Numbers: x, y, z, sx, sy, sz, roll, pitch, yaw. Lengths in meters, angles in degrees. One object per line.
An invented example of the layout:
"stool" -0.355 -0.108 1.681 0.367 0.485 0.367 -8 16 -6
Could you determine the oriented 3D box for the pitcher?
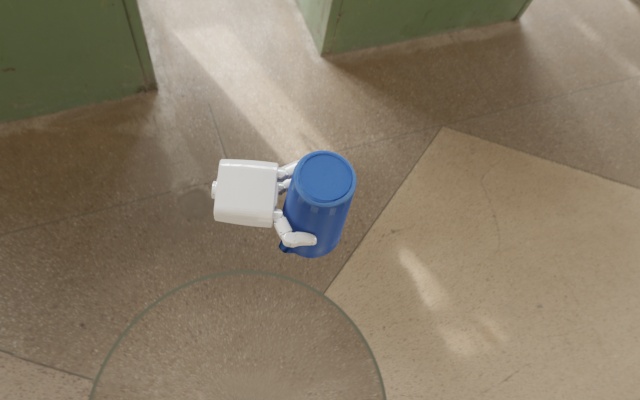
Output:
"pitcher" 0.000 0.003 0.894 0.145 0.149 0.243 5 -25 -6
